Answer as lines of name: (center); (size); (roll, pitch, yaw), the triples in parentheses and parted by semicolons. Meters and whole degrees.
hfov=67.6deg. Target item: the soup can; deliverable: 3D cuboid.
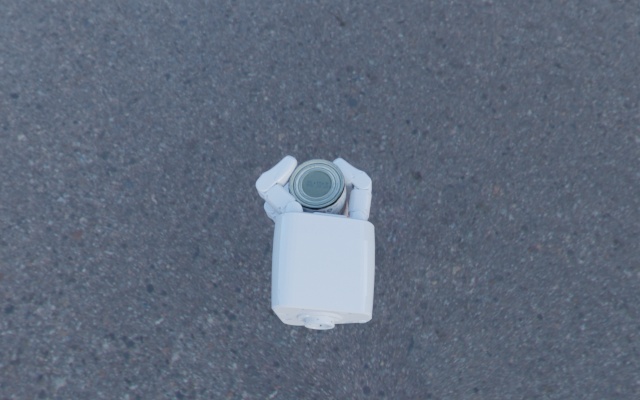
soup can: (0.000, 0.001, 0.596); (0.068, 0.068, 0.102); (0, -26, 6)
